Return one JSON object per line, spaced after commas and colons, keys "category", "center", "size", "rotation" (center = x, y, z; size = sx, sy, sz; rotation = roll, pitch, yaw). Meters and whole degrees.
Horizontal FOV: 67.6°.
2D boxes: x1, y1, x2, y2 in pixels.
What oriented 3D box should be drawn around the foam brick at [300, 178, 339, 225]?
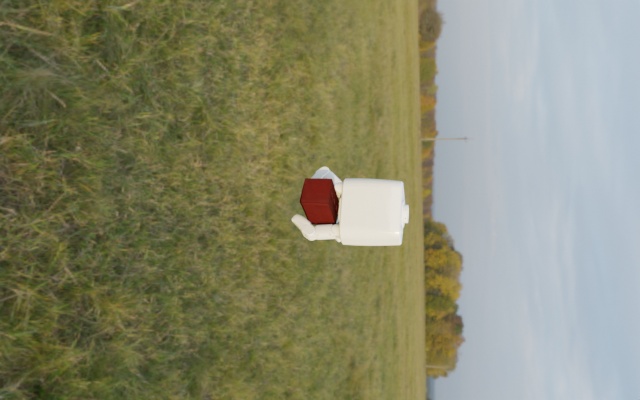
{"category": "foam brick", "center": [0.000, 0.003, 0.848], "size": [0.051, 0.053, 0.078], "rotation": [2, -32, 15]}
